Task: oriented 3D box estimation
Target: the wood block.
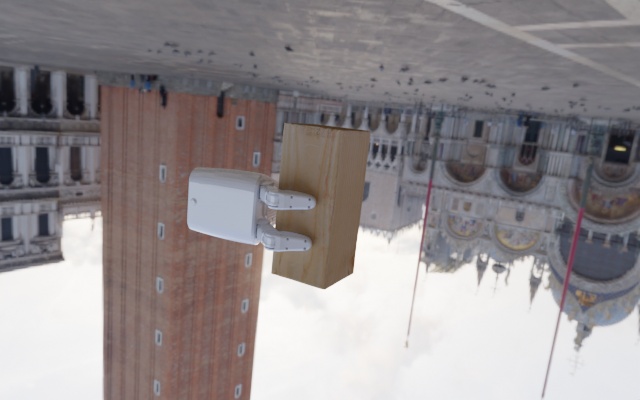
[{"bbox_3d":[0.000,0.002,0.655,0.090,0.206,0.091,12,13,27],"label":"wood block"}]
